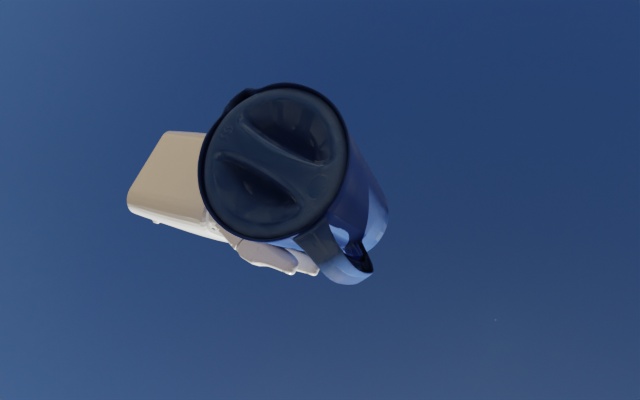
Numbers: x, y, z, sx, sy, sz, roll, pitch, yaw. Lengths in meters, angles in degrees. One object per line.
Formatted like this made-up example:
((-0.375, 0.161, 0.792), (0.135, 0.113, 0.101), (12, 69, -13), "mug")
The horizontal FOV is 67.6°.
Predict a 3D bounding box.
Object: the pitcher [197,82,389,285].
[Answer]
((0.000, 0.001, 0.481), (0.145, 0.149, 0.243), (10, -10, 21), "pitcher")
